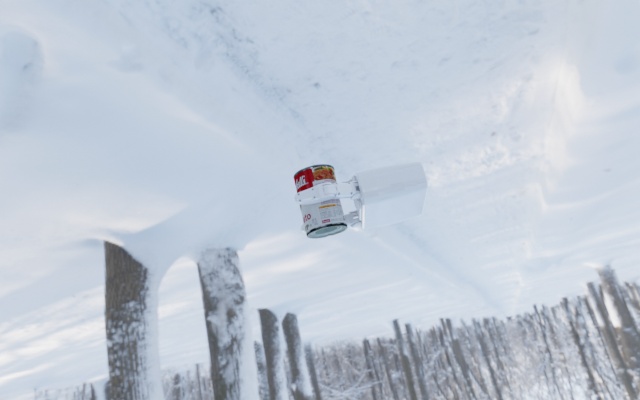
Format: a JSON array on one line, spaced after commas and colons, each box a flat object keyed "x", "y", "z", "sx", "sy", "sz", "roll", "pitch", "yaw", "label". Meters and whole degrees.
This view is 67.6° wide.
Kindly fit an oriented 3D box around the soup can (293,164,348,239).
[{"x": 0.000, "y": 0.003, "z": 0.758, "sx": 0.068, "sy": 0.102, "sz": 0.068, "roll": -12, "pitch": -17, "yaw": -4, "label": "soup can"}]
